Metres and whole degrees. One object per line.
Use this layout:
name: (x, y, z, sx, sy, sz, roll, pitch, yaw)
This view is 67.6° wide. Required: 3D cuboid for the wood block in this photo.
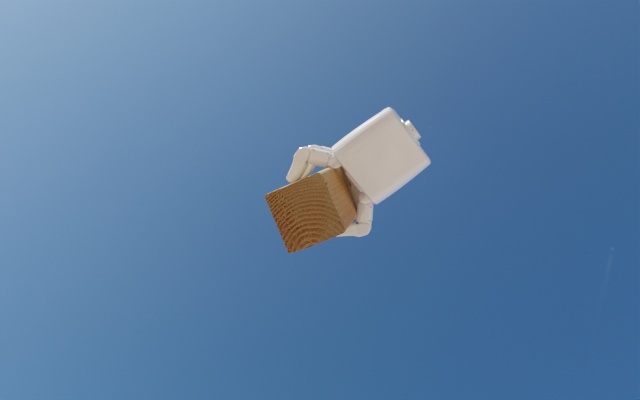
wood block: (0.001, 0.003, 0.742, 0.090, 0.091, 0.206, -23, 3, 15)
